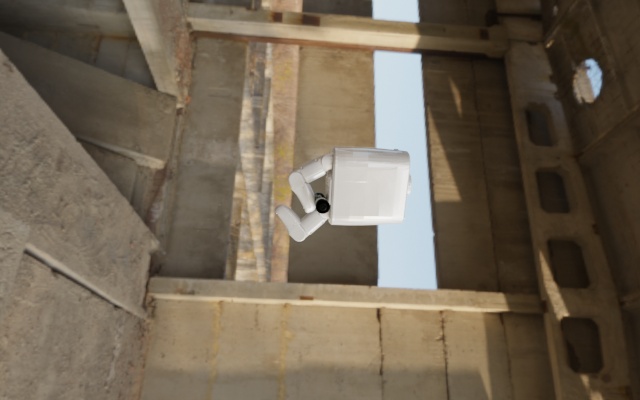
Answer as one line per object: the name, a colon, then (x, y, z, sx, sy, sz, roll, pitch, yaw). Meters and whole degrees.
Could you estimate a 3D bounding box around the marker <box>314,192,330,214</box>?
marker: (0.000, 0.002, 0.664, 0.020, 0.020, 0.121, 0, 6, -3)
